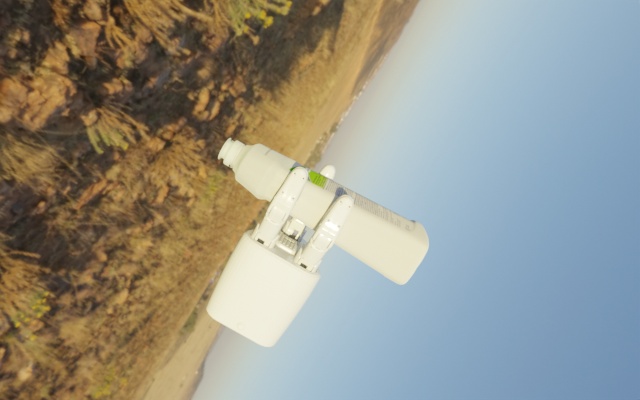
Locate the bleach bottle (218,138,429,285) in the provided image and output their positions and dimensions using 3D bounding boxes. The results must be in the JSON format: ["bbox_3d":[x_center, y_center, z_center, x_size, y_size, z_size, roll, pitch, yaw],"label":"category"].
[{"bbox_3d":[0.000,0.002,0.555,0.251,0.068,0.102,30,12,-2],"label":"bleach bottle"}]
